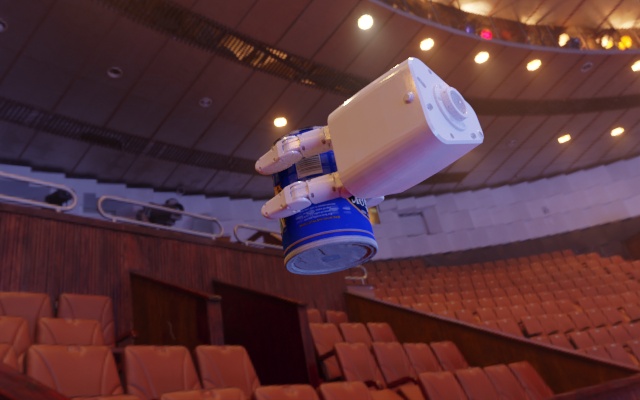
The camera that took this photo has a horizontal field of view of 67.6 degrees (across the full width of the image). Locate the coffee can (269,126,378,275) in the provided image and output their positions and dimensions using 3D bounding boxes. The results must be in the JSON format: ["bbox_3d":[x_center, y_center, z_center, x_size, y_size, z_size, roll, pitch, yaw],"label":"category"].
[{"bbox_3d":[0.000,0.002,0.544,0.103,0.140,0.103,-9,-24,-4],"label":"coffee can"}]
